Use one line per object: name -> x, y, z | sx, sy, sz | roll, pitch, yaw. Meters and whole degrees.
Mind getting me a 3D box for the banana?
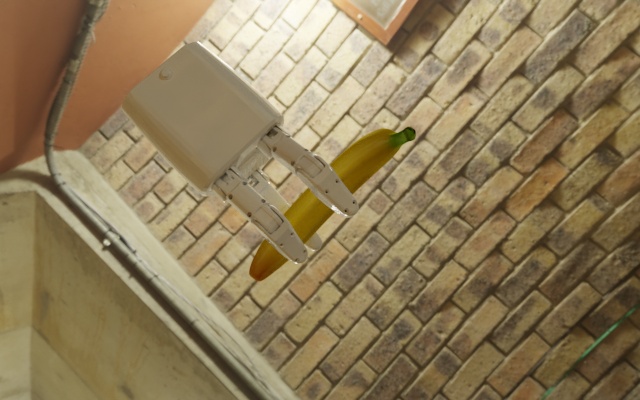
banana -> 0.005, -0.004, 0.448 | 0.198, 0.037, 0.069 | -45, 1, 11
